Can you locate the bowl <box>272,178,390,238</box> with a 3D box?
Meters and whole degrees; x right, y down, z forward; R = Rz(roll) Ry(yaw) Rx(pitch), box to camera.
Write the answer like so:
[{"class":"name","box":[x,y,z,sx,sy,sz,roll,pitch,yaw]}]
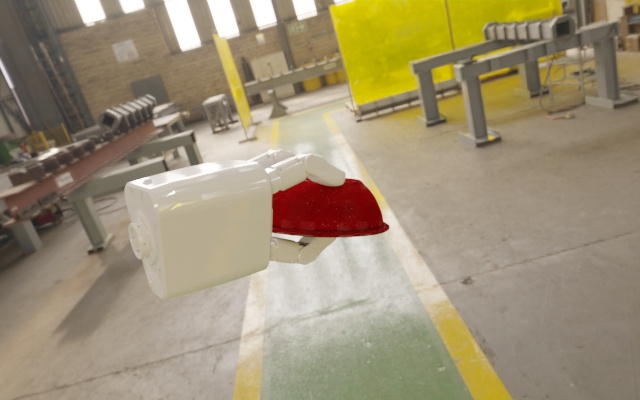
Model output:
[{"class":"bowl","box":[0.001,0.001,0.552,0.162,0.055,0.162,2,6,0]}]
